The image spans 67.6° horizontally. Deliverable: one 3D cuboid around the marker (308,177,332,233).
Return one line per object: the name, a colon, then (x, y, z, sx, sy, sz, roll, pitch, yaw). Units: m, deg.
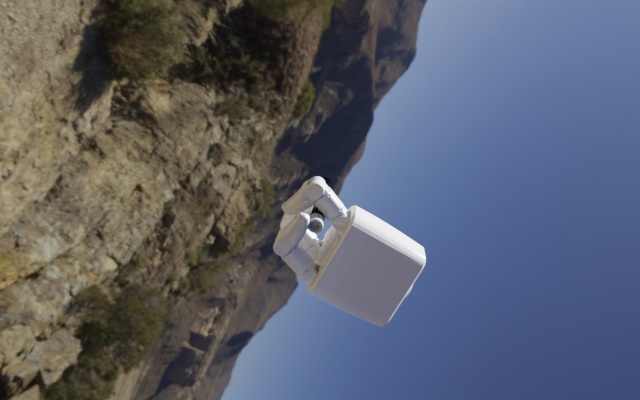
marker: (0.000, 0.002, 0.595, 0.020, 0.020, 0.121, 0, 27, 7)
